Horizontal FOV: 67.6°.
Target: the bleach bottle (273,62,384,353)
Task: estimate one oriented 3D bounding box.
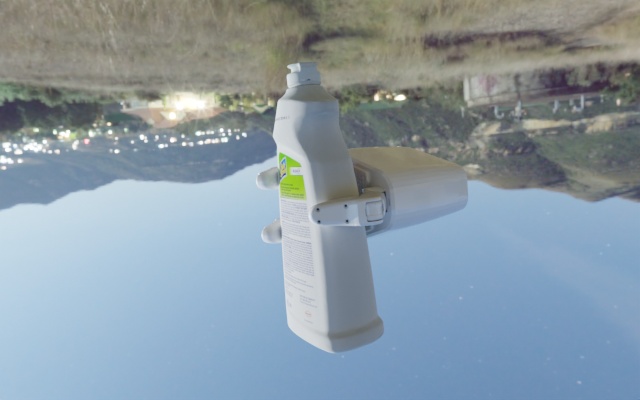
[{"bbox_3d":[0.000,0.001,0.440,0.068,0.251,0.102,-10,8,-32],"label":"bleach bottle"}]
